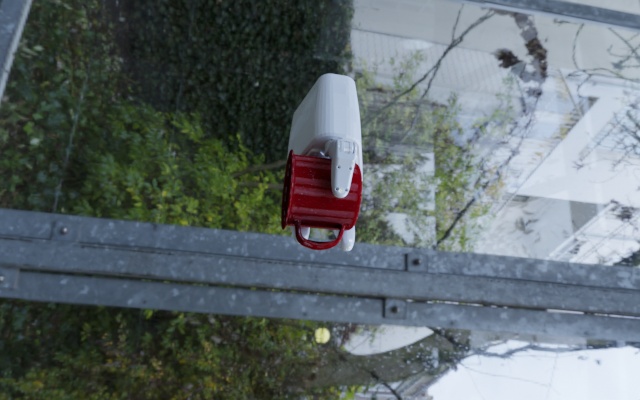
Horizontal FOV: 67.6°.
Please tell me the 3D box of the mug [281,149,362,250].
[{"bbox_3d":[0.000,0.003,0.548,0.081,0.117,0.093,6,-32,-9],"label":"mug"}]
